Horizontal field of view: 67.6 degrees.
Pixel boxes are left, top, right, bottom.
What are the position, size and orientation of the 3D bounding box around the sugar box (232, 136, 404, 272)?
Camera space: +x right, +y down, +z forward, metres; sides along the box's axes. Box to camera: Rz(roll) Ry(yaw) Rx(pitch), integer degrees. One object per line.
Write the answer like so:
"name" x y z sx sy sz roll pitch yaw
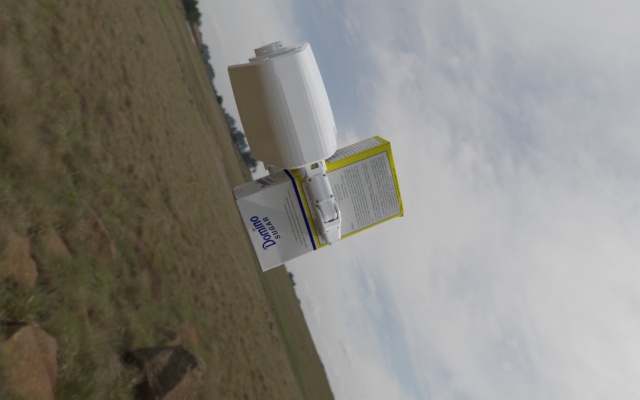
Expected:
"sugar box" 0.000 0.001 0.529 0.176 0.093 0.048 -19 24 -8
